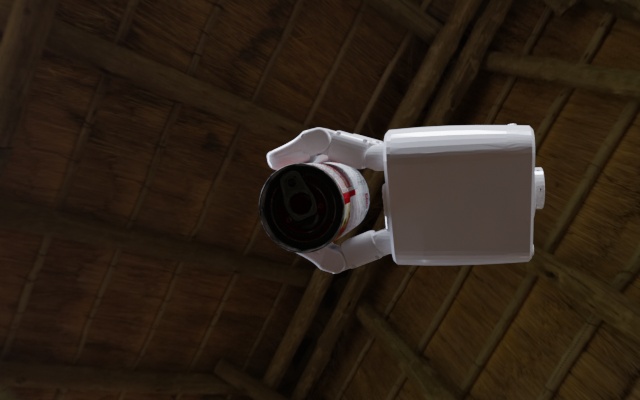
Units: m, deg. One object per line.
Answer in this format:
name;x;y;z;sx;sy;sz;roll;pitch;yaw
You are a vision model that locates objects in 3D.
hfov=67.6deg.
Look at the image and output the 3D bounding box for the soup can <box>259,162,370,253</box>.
soup can;0.000;0.001;0.403;0.068;0.068;0.102;0;5;17
